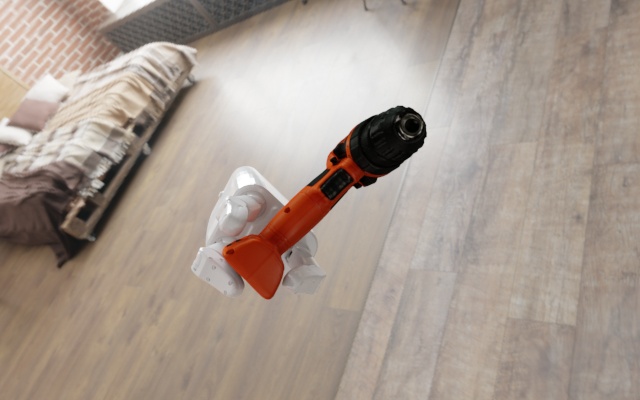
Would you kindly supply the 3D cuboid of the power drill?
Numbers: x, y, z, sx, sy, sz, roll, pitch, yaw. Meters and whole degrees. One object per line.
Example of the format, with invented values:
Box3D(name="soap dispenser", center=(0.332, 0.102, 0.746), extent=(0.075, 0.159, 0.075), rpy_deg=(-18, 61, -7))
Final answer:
Box3D(name="power drill", center=(0.000, 0.002, 0.421), extent=(0.187, 0.057, 0.184), rpy_deg=(-43, 3, -13))
